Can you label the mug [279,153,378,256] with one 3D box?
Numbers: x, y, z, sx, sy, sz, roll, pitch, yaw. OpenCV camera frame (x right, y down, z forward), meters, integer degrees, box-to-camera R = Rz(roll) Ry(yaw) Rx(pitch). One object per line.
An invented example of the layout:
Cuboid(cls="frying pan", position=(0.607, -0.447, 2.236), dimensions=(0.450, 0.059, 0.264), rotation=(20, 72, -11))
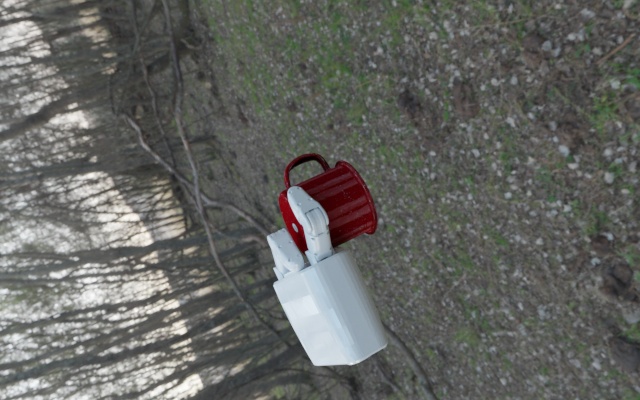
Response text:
Cuboid(cls="mug", position=(-0.001, 0.001, 0.539), dimensions=(0.081, 0.117, 0.093), rotation=(-24, -7, -16))
